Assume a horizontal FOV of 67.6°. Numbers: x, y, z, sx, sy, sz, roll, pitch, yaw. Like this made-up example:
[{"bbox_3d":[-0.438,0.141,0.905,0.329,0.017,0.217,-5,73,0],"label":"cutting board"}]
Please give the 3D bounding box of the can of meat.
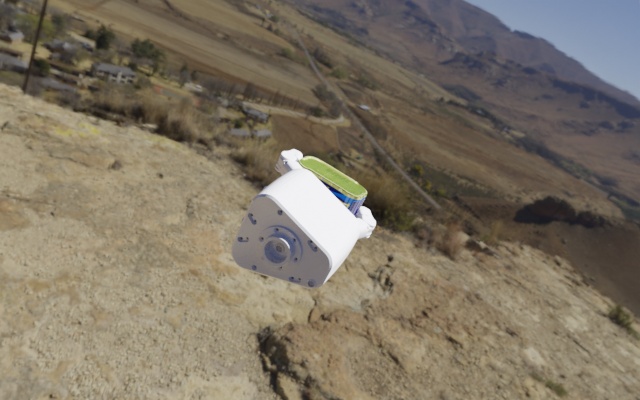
[{"bbox_3d":[0.000,0.002,0.626,0.102,0.084,0.057,32,24,13],"label":"can of meat"}]
